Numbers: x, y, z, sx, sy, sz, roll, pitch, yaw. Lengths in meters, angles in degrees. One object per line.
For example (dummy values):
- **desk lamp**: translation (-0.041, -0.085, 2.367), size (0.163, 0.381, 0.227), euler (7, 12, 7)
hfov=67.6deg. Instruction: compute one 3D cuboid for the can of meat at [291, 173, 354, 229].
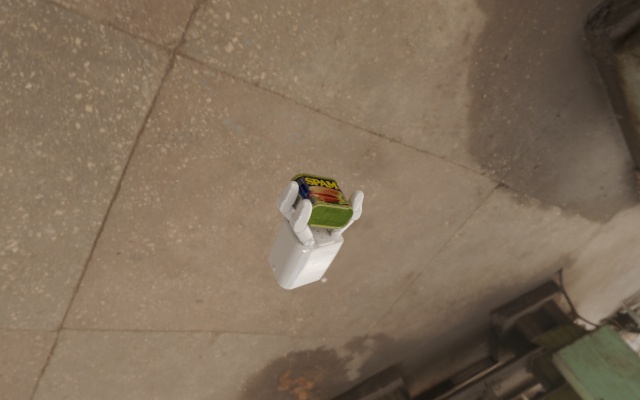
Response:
- **can of meat**: translation (0.000, 0.003, 0.851), size (0.102, 0.057, 0.084), euler (8, 35, -35)
